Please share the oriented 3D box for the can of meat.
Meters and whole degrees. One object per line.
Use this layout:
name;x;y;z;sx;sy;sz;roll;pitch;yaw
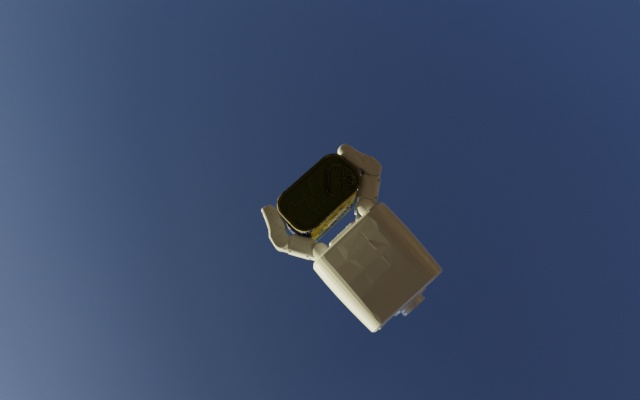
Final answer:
can of meat;0.000;0.002;0.592;0.102;0.057;0.084;-42;-14;-11
